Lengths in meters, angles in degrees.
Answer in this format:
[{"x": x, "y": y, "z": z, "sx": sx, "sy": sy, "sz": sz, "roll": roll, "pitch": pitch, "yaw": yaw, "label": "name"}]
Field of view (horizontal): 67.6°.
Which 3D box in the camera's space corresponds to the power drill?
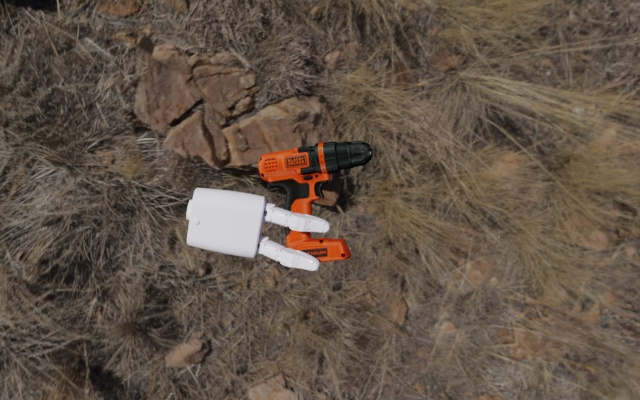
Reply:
[{"x": 0.000, "y": 0.003, "z": 0.757, "sx": 0.184, "sy": 0.187, "sz": 0.057, "roll": -8, "pitch": -5, "yaw": 11, "label": "power drill"}]
